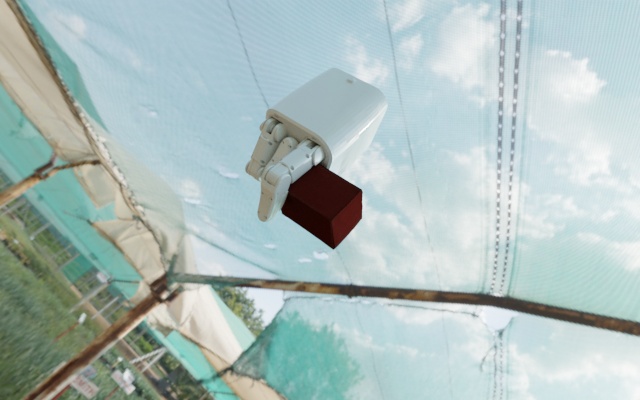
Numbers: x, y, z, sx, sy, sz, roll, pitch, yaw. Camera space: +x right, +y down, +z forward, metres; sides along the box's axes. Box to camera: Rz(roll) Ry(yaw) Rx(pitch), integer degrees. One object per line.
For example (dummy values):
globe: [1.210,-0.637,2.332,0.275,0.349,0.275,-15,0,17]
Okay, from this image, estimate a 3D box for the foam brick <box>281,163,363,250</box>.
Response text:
foam brick: [0.000,0.002,0.502,0.078,0.053,0.051,34,61,26]
